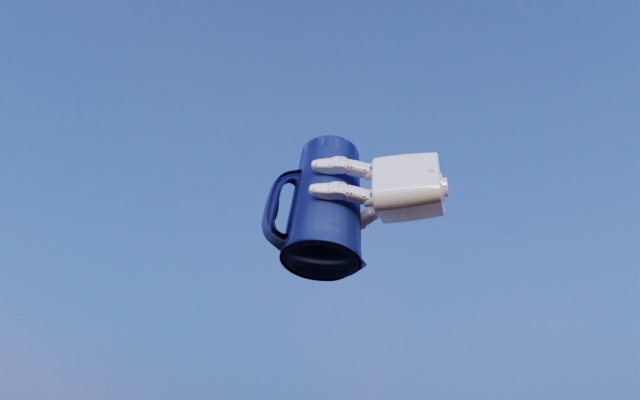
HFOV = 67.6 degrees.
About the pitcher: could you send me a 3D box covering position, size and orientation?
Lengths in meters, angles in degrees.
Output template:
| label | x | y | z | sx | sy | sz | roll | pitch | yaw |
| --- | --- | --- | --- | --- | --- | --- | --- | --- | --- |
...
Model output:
| label | x | y | z | sx | sy | sz | roll | pitch | yaw |
| --- | --- | --- | --- | --- | --- | --- | --- | --- | --- |
| pitcher | 0.000 | 0.003 | 0.821 | 0.145 | 0.242 | 0.149 | -7 | -38 | 17 |
